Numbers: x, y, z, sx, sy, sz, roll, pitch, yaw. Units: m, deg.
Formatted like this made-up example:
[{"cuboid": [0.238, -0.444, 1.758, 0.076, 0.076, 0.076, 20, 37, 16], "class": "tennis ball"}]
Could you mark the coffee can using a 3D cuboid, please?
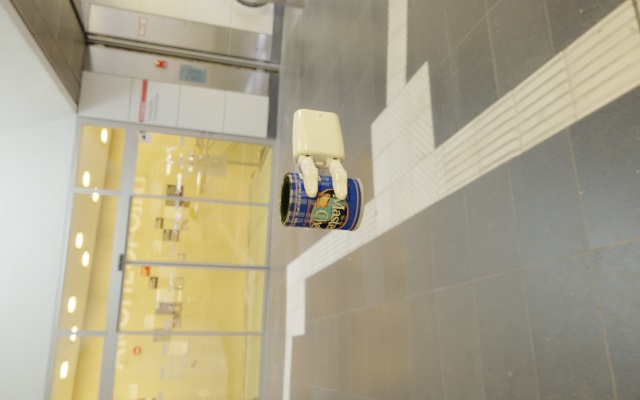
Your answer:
[{"cuboid": [0.000, 0.003, 0.900, 0.140, 0.103, 0.103, 5, -1, -16], "class": "coffee can"}]
